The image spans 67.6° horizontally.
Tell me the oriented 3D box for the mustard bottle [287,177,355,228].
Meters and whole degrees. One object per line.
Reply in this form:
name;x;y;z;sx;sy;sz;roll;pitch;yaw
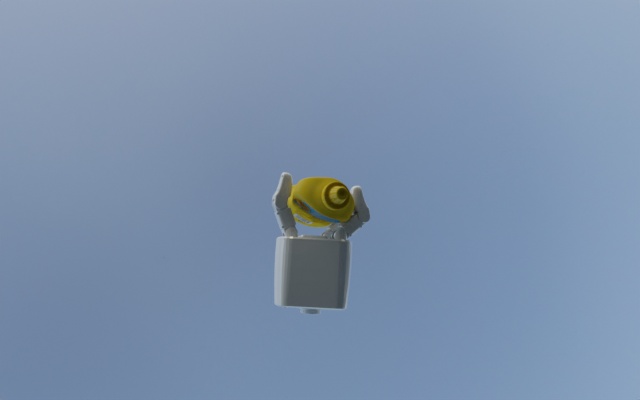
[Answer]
mustard bottle;0.000;0.002;0.749;0.096;0.058;0.191;30;-15;-13
